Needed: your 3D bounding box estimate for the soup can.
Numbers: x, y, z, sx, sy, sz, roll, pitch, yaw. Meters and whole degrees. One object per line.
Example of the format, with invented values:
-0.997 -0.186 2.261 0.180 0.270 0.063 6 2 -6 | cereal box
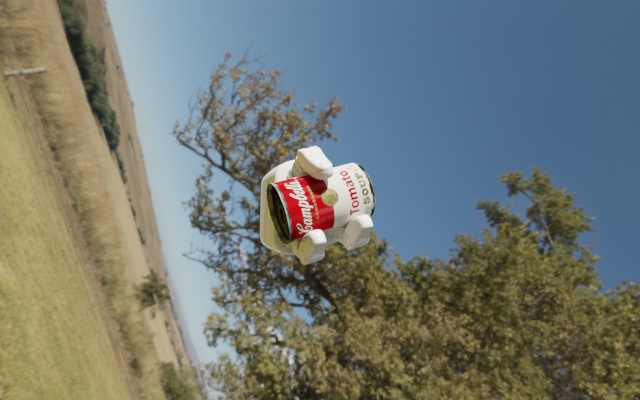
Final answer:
0.000 0.002 0.525 0.102 0.068 0.068 -16 5 -19 | soup can
